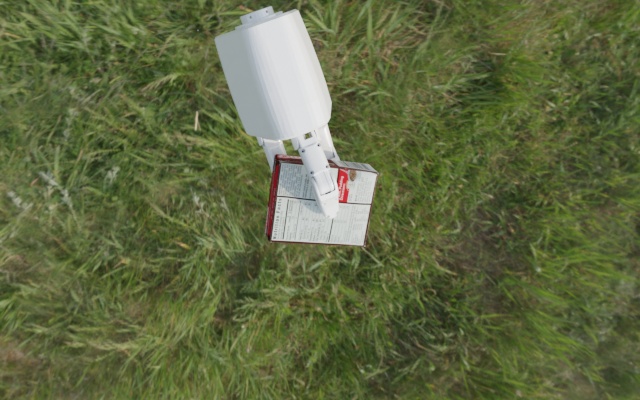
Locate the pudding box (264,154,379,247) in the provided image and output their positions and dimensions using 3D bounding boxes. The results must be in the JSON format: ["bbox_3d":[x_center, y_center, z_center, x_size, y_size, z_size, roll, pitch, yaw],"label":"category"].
[{"bbox_3d":[0.000,0.002,0.520,0.113,0.090,0.039,5,16,-15],"label":"pudding box"}]
